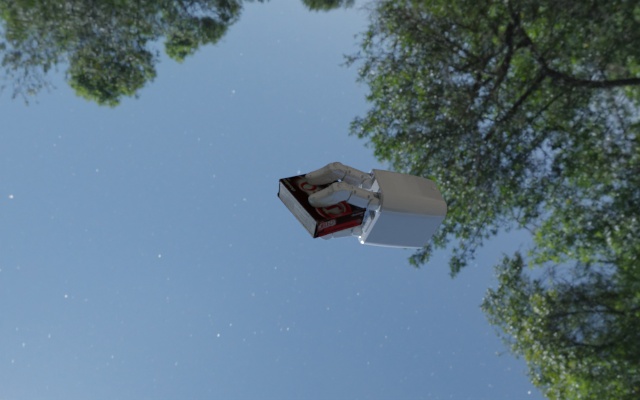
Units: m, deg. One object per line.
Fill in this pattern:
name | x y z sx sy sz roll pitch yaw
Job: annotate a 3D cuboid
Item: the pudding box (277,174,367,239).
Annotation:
pudding box | 0.000 0.002 0.724 0.090 0.039 0.113 -13 41 -33
